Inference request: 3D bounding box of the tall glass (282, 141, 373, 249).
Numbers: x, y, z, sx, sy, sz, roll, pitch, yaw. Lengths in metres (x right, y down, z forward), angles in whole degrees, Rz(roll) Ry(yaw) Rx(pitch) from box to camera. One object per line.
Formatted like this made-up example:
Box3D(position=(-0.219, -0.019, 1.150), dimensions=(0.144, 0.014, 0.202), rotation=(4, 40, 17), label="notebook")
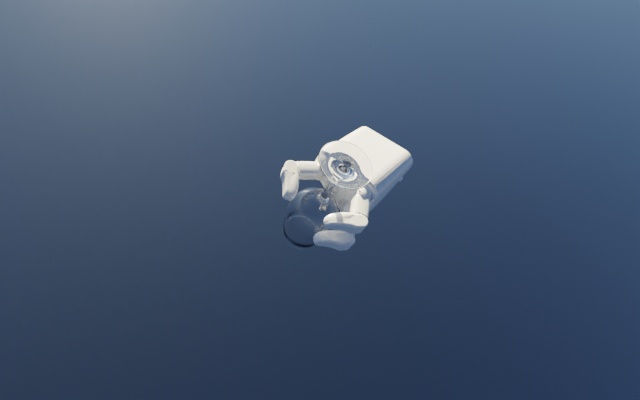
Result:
Box3D(position=(0.000, 0.002, 0.687), dimensions=(0.079, 0.079, 0.201), rotation=(0, -29, -22), label="tall glass")
